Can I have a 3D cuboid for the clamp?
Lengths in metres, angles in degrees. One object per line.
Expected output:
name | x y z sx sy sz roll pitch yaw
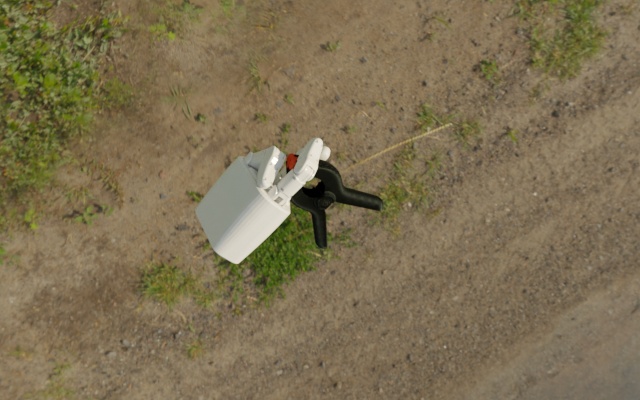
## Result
clamp | 0.000 0.002 0.690 0.171 0.120 0.039 37 13 -32
